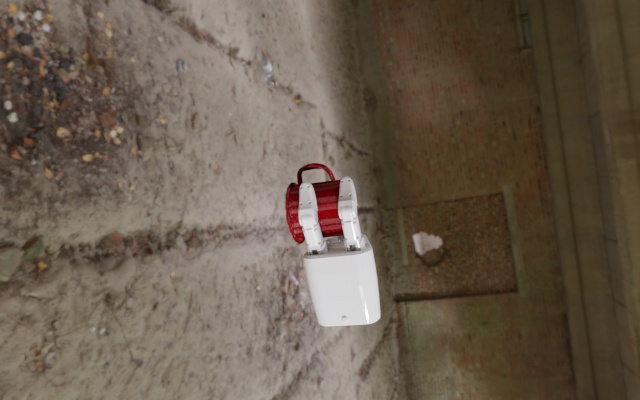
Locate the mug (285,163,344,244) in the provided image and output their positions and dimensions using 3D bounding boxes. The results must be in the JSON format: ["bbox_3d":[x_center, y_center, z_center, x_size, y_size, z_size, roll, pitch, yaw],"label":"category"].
[{"bbox_3d":[0.000,0.001,0.701,0.081,0.117,0.093,-7,10,16],"label":"mug"}]
